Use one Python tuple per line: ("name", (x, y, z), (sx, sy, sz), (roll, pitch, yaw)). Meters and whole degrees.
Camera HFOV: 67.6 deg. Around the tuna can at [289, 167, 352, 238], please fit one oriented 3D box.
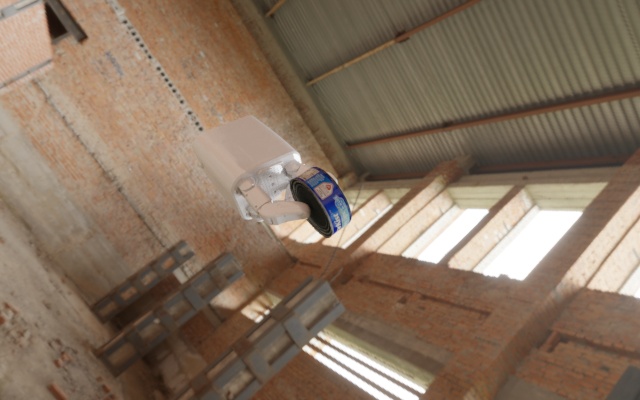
("tuna can", (0.001, 0.002, 0.588), (0.033, 0.086, 0.086), (-34, 12, -18))
